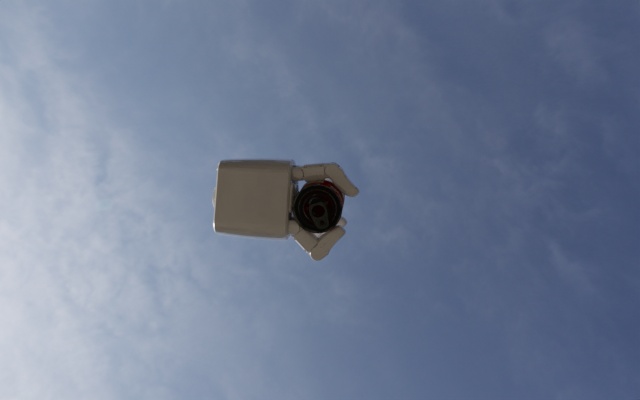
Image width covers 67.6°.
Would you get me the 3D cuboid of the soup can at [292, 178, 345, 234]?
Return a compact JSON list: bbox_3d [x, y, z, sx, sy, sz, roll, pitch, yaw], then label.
[{"bbox_3d":[0.001,0.002,0.692,0.068,0.068,0.102,0,11,6],"label":"soup can"}]
